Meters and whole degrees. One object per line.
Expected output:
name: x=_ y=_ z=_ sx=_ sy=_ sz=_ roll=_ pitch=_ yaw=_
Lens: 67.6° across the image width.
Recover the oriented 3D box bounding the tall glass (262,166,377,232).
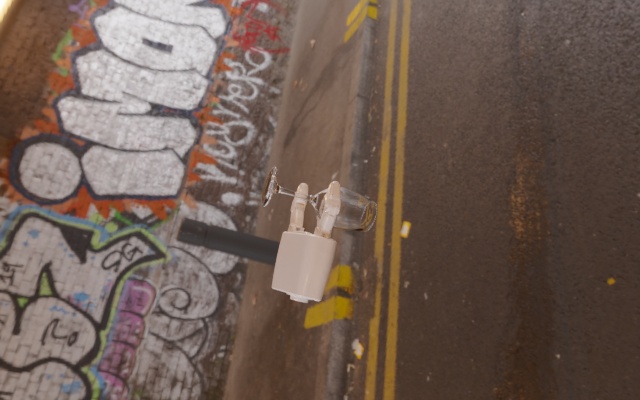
tall glass: x=0.000 y=0.002 z=0.865 sx=0.201 sy=0.079 sz=0.079 roll=16 pitch=-5 yaw=-18
